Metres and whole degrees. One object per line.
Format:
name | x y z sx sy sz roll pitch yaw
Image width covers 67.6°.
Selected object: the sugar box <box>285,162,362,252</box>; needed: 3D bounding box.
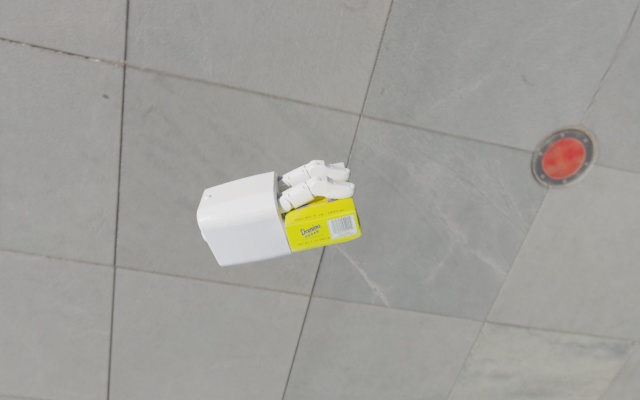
sugar box | 0.000 0.002 0.668 0.093 0.048 0.176 -12 27 2
